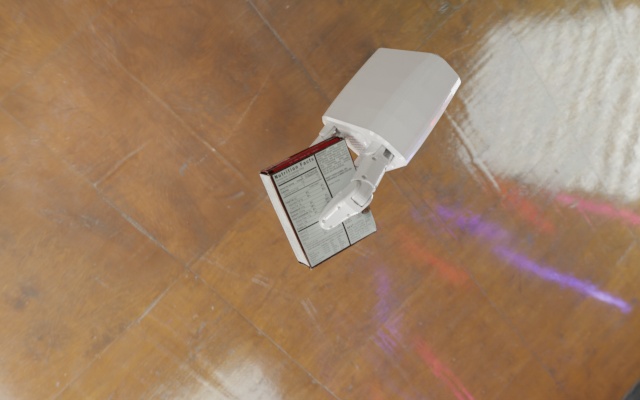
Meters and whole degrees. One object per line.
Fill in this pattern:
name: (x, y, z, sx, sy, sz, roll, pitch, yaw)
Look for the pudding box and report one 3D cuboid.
pudding box: (0.000, 0.002, 0.497, 0.090, 0.113, 0.039, -27, 16, -17)
